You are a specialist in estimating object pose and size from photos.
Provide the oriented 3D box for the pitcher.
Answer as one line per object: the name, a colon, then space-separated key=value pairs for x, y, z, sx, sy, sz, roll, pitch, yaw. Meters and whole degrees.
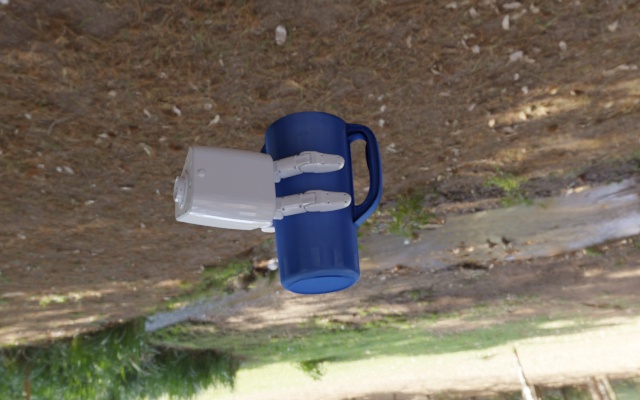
pitcher: x=0.000 y=0.002 z=0.683 sx=0.145 sy=0.242 sz=0.149 roll=7 pitch=-27 yaw=-26
